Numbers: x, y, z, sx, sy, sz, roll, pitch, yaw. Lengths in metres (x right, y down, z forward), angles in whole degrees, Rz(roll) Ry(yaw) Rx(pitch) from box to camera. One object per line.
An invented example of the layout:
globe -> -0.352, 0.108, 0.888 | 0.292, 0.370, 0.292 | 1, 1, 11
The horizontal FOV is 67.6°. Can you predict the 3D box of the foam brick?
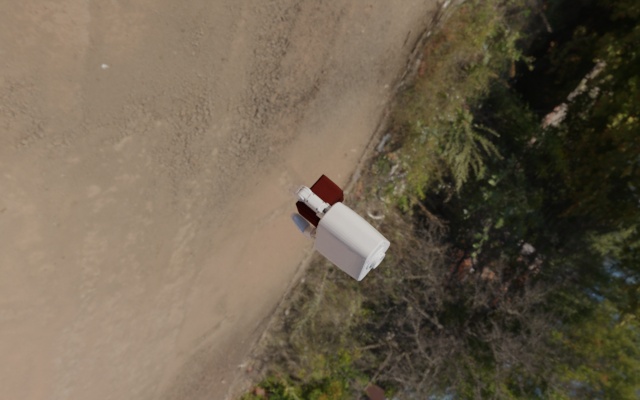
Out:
foam brick -> 0.000, 0.003, 0.879 | 0.051, 0.078, 0.053 | 38, -14, 17
